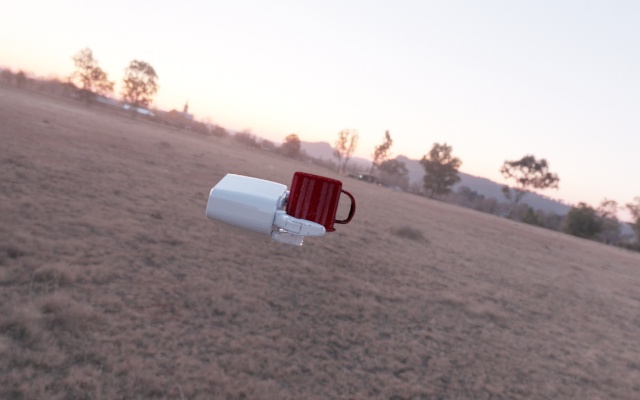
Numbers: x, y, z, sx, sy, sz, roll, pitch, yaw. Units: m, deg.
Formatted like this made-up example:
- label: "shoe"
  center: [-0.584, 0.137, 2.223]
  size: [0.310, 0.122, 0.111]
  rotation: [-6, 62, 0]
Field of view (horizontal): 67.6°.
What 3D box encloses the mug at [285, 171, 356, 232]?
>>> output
- label: "mug"
  center: [0.002, 0.003, 0.775]
  size: [0.117, 0.081, 0.093]
  rotation: [13, 4, -2]
